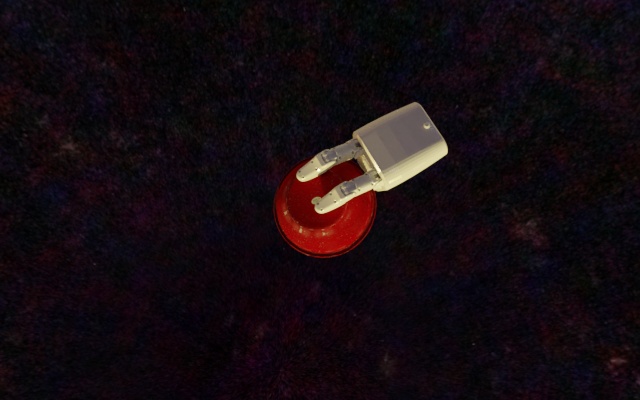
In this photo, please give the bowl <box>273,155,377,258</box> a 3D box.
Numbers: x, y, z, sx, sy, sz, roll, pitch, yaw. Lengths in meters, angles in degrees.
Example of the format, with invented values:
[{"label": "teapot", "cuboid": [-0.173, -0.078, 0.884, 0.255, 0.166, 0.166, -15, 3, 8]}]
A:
[{"label": "bowl", "cuboid": [-0.001, 0.003, 0.709, 0.162, 0.162, 0.055, 0, -10, 12]}]
